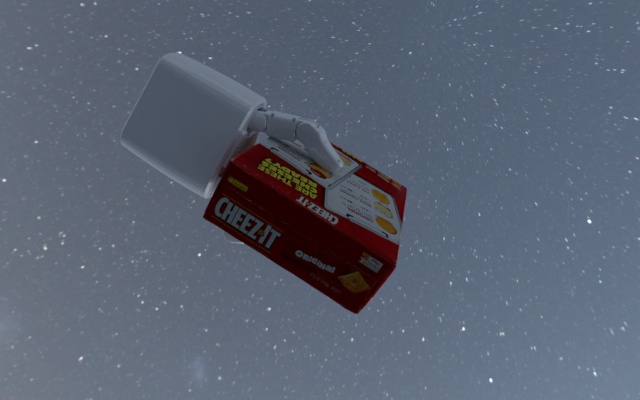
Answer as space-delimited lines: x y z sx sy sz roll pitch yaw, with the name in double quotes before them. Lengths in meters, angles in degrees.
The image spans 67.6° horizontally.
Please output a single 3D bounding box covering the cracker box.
"cracker box" 0.000 0.001 0.498 0.164 0.072 0.213 32 23 1
